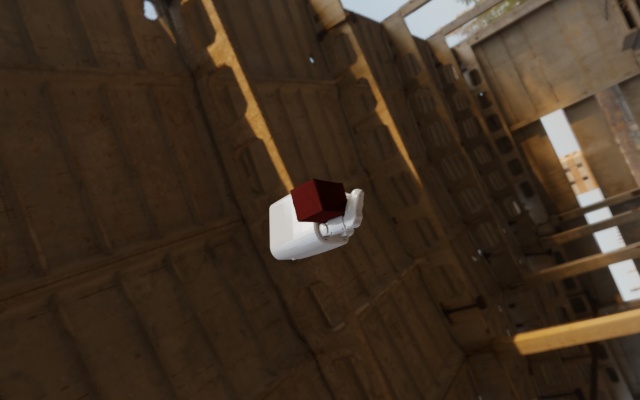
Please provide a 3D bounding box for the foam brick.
[{"bbox_3d":[0.000,0.002,0.734,0.051,0.053,0.078,-24,-18,32],"label":"foam brick"}]
